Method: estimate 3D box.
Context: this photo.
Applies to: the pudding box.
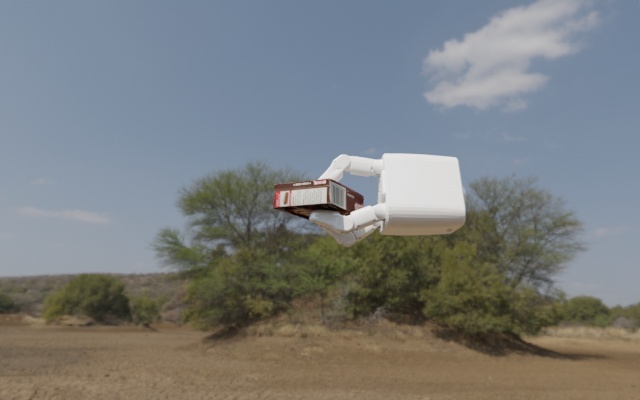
[{"bbox_3d":[0.000,0.002,0.678,0.090,0.039,0.113,-6,-16,28],"label":"pudding box"}]
